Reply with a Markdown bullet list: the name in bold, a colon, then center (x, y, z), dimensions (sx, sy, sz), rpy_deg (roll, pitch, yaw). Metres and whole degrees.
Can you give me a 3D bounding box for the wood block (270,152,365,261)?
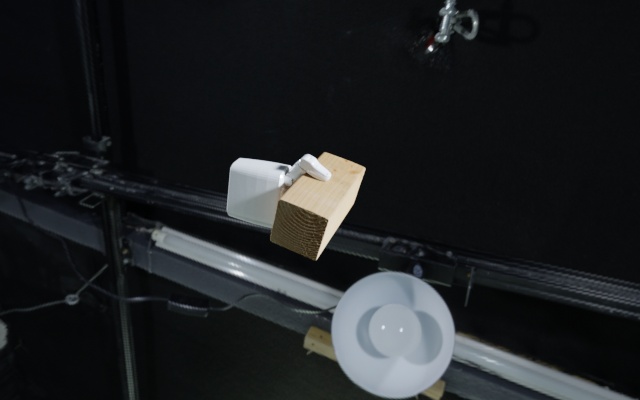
- **wood block**: center (0.000, 0.002, 0.856), dimensions (0.090, 0.091, 0.206), rpy_deg (22, 34, 11)
